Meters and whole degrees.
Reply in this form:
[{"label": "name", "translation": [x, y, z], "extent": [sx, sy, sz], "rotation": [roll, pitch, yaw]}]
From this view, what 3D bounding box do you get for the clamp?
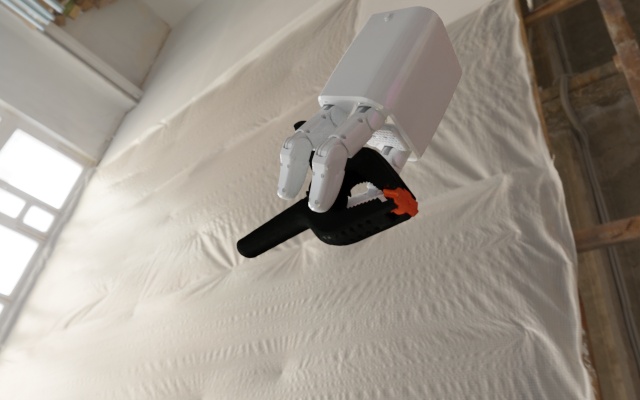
[{"label": "clamp", "translation": [0.001, 0.002, 0.453], "extent": [0.036, 0.164, 0.210], "rotation": [32, -8, -36]}]
